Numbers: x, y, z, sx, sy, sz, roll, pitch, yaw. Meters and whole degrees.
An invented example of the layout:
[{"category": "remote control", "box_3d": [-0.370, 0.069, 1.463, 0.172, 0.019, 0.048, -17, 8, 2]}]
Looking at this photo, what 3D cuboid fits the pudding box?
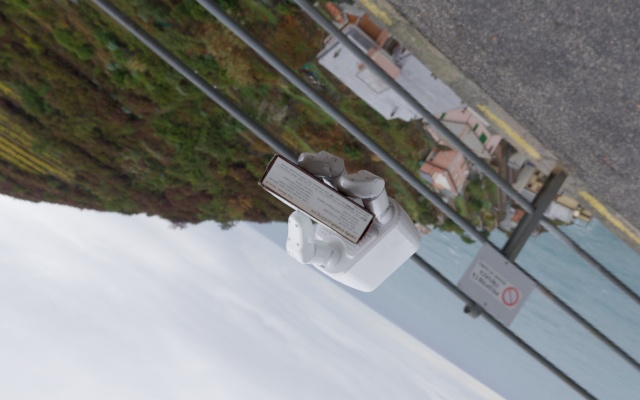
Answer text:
[{"category": "pudding box", "box_3d": [0.000, 0.002, 0.481, 0.113, 0.039, 0.090, 30, -2, 6]}]
